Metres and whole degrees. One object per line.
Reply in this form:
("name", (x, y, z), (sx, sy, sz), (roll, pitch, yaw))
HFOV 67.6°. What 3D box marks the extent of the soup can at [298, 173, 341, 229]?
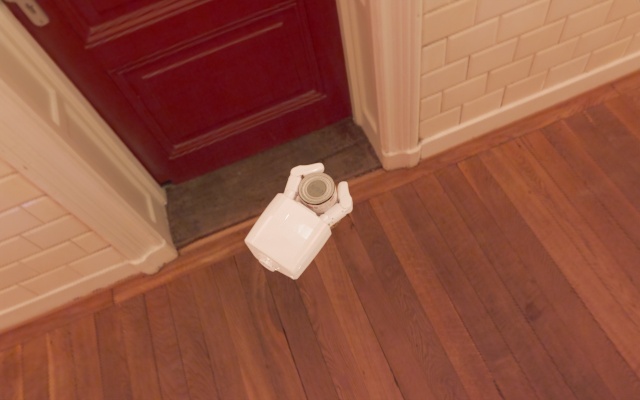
("soup can", (0.000, 0.002, 0.879), (0.068, 0.068, 0.102), (0, -30, 10))
